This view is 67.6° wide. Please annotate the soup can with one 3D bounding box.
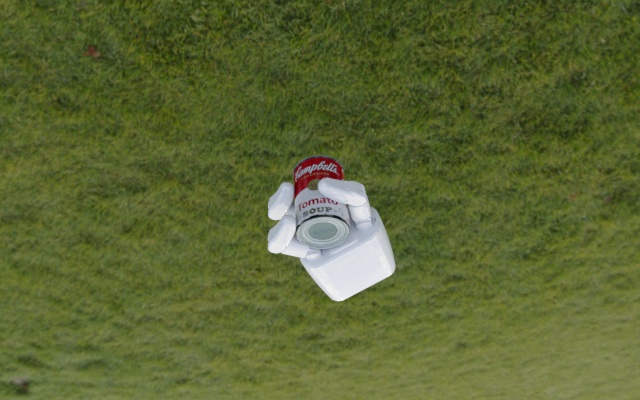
[{"bbox_3d":[0.000,0.002,0.604,0.068,0.102,0.069,-2,-41,-2],"label":"soup can"}]
